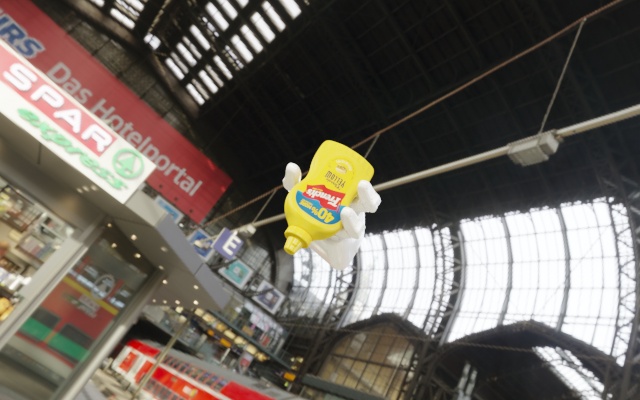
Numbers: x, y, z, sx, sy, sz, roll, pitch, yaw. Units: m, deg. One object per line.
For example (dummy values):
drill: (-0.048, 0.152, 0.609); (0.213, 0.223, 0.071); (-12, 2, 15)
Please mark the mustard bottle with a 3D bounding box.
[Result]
mustard bottle: (0.000, 0.002, 0.735); (0.096, 0.191, 0.058); (33, -26, -1)
